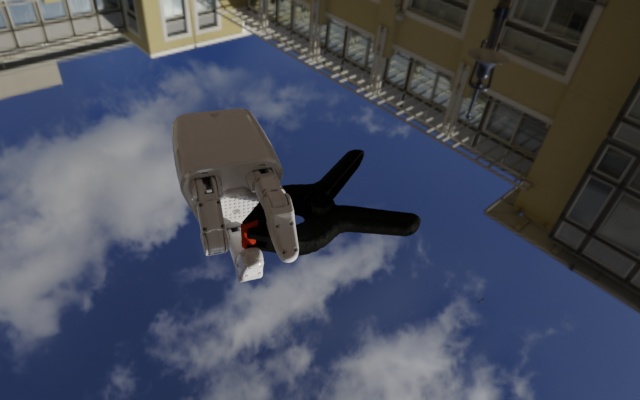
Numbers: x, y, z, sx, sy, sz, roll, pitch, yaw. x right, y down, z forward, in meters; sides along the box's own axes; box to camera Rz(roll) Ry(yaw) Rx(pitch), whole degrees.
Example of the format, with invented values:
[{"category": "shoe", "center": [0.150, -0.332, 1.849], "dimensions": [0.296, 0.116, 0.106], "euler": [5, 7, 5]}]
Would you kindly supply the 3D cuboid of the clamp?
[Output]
[{"category": "clamp", "center": [0.000, 0.002, 0.475], "dimensions": [0.171, 0.039, 0.120], "euler": [-10, 43, -18]}]
